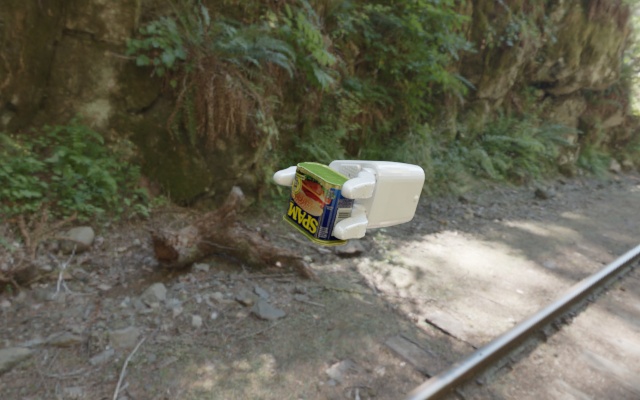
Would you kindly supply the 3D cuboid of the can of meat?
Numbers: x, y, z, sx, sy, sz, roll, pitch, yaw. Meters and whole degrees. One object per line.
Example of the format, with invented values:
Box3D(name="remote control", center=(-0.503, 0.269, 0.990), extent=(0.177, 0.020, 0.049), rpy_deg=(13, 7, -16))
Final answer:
Box3D(name="can of meat", center=(0.000, 0.002, 0.648), extent=(0.057, 0.084, 0.102), rpy_deg=(-1, 22, -37))
